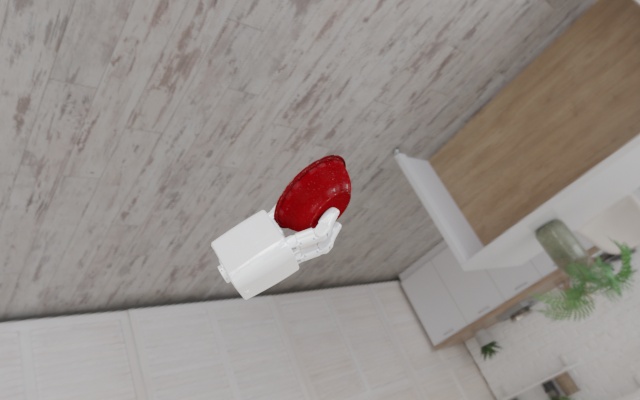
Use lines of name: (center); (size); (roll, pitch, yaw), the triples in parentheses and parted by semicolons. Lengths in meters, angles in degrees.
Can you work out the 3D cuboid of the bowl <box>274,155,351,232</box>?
bowl: (0.001, 0.002, 0.809); (0.055, 0.162, 0.162); (44, 21, 24)
